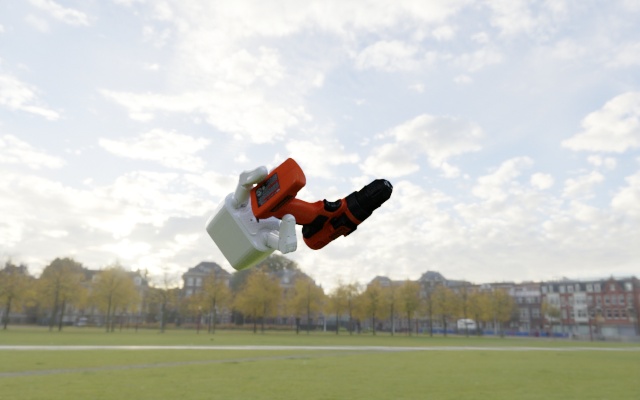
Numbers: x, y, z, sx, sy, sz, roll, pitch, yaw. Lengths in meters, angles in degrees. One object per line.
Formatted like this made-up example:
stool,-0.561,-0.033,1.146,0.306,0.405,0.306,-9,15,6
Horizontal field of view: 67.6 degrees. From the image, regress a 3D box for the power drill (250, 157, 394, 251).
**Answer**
power drill,0.000,0.002,0.748,0.184,0.057,0.188,-39,-43,25
